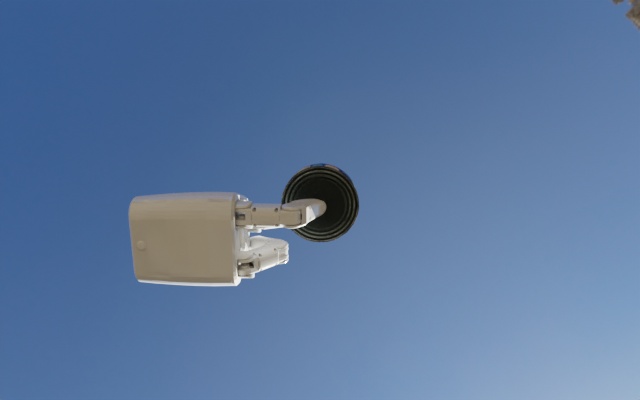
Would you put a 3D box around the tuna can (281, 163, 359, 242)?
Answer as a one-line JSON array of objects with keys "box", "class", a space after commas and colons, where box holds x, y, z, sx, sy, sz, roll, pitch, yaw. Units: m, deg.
[{"box": [0.000, 0.002, 0.539, 0.086, 0.086, 0.033, 0, 12, 2], "class": "tuna can"}]
